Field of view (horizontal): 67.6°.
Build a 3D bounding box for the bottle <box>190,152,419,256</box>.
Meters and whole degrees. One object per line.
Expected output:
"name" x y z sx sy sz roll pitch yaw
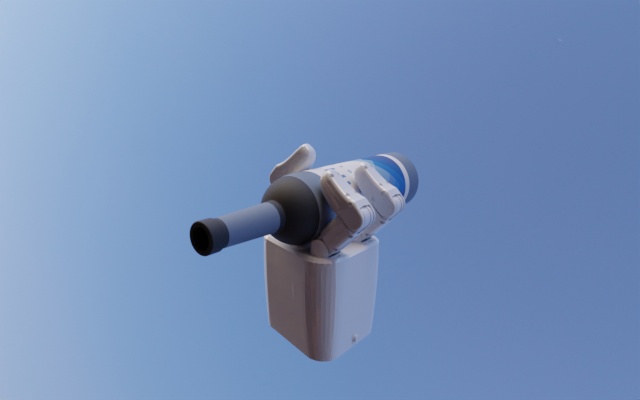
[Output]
"bottle" 0.000 0.001 0.469 0.069 0.069 0.295 0 11 38
